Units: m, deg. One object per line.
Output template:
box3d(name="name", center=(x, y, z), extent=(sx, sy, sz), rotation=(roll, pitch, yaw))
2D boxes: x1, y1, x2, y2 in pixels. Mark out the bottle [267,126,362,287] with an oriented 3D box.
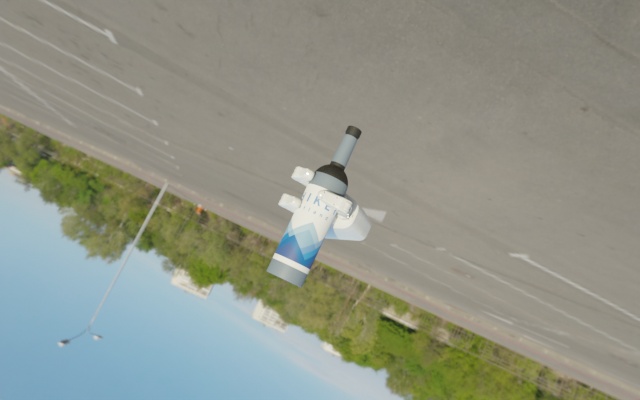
box3d(name="bottle", center=(0.000, 0.003, 0.835), extent=(0.069, 0.295, 0.069), rotation=(25, -9, 4))
